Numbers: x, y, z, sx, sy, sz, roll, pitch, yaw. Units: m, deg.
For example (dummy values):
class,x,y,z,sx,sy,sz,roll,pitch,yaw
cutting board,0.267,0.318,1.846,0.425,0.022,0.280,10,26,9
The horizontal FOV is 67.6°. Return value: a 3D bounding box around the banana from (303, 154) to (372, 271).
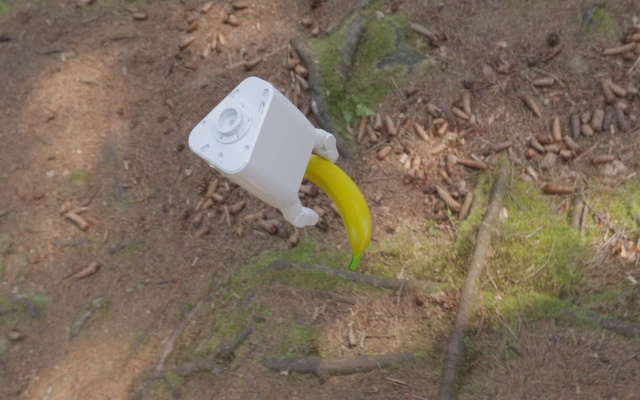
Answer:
class,x,y,z,sx,sy,sz,roll,pitch,yaw
banana,0.016,-0.006,0.640,0.069,0.197,0.037,-37,-28,12
